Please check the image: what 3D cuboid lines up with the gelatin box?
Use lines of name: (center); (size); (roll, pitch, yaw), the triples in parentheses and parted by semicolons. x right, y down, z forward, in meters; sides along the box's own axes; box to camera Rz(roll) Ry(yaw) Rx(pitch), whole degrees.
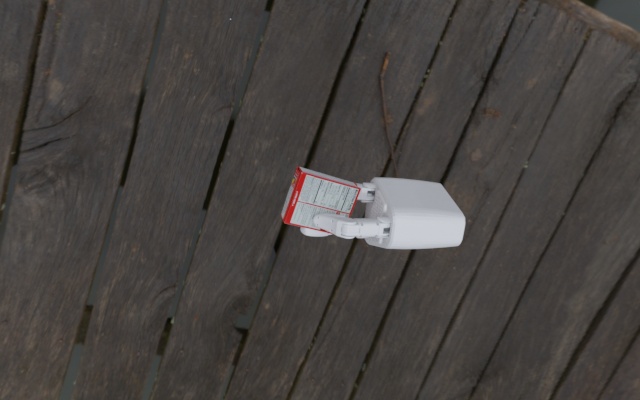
gelatin box: (0.000, 0.002, 0.638); (0.089, 0.073, 0.030); (14, 16, -20)
